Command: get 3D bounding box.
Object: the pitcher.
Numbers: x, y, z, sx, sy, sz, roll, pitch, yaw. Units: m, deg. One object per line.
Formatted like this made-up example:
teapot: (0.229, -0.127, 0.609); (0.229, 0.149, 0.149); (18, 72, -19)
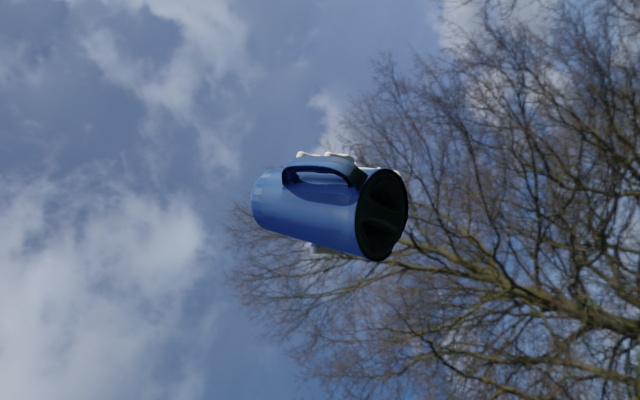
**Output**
pitcher: (0.000, 0.002, 0.744); (0.243, 0.149, 0.145); (8, 10, 41)
